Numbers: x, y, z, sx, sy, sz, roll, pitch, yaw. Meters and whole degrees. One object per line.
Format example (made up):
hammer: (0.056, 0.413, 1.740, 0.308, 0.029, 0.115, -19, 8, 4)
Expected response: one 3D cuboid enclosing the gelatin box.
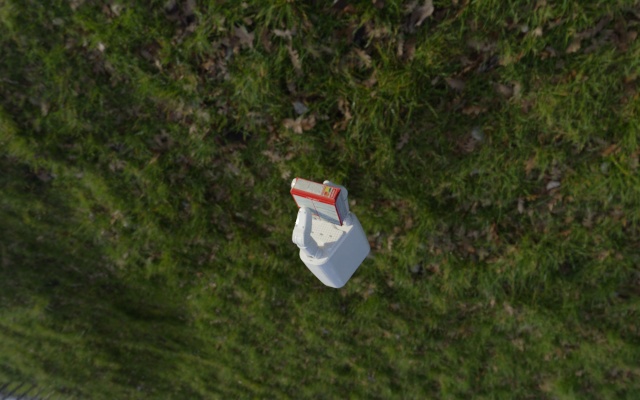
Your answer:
gelatin box: (0.000, 0.003, 0.749, 0.073, 0.030, 0.089, 16, -21, 18)
